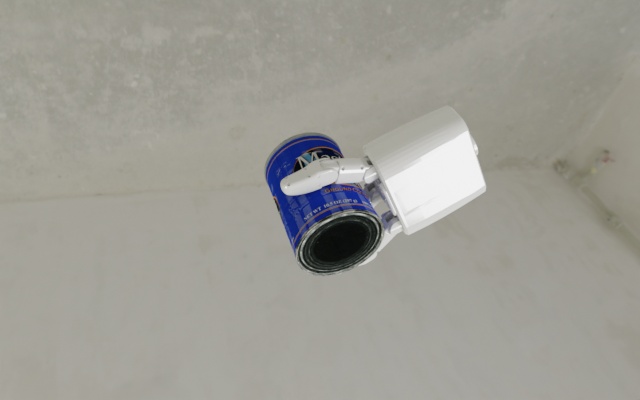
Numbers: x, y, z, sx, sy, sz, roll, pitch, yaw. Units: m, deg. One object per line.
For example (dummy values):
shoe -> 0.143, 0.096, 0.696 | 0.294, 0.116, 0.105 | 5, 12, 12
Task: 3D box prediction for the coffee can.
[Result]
coffee can -> 0.000, 0.002, 0.560 | 0.103, 0.103, 0.140 | 0, 42, -25
